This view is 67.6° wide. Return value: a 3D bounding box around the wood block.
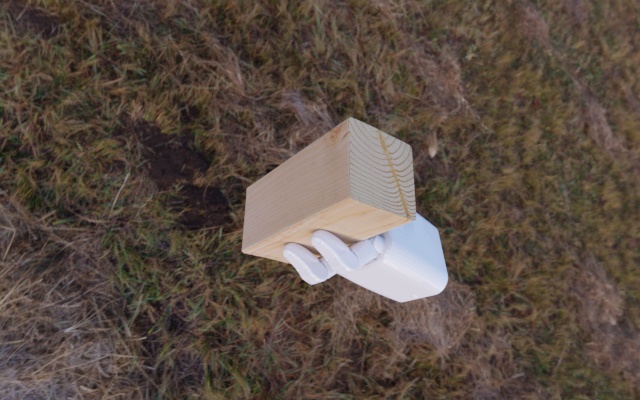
[{"bbox_3d":[0.000,0.002,0.545,0.090,0.090,0.206,18,-29,-33],"label":"wood block"}]
